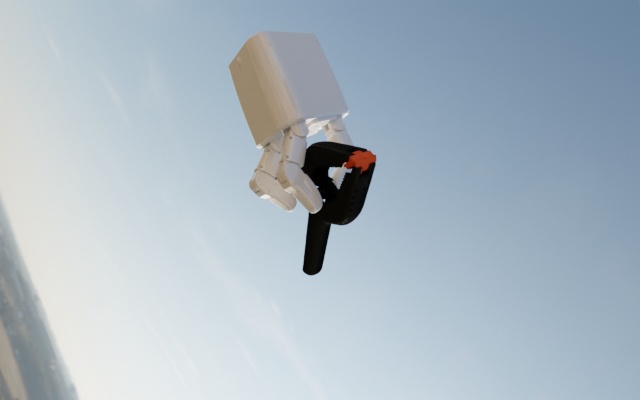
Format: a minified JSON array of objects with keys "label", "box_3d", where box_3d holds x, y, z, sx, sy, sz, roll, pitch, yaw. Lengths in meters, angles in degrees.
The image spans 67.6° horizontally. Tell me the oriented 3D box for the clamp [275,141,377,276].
[{"label":"clamp","box_3d":[0.001,0.001,0.546,0.036,0.164,0.210,-22,-1,-32]}]
